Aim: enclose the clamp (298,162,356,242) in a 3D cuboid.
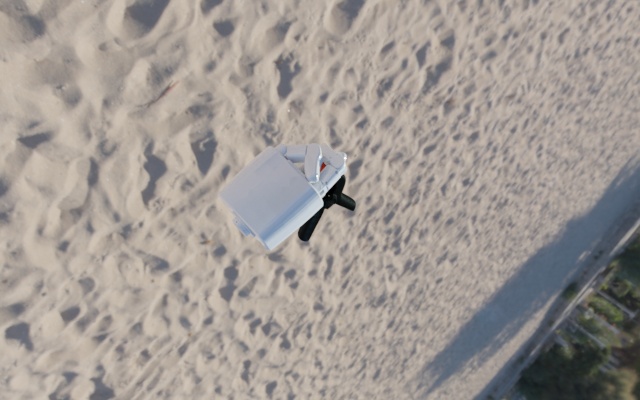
[{"bbox_3d":[0.001,0.003,0.787,0.039,0.120,0.172,41,-14,30],"label":"clamp"}]
